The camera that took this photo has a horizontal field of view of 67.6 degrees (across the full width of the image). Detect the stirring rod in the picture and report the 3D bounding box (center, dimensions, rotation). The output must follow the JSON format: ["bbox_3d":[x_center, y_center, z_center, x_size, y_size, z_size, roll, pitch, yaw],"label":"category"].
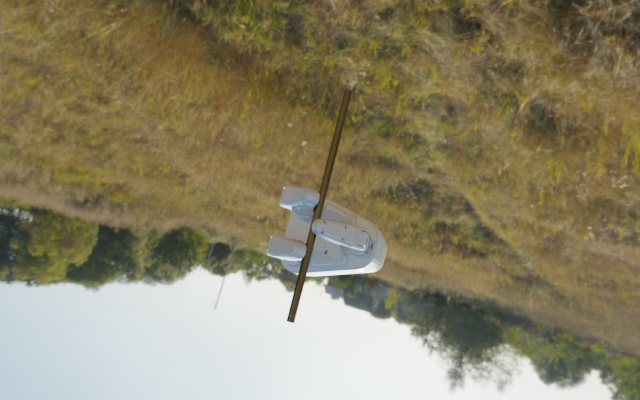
[{"bbox_3d":[0.000,0.001,0.477,0.011,0.239,0.011,14,-9,2],"label":"stirring rod"}]
